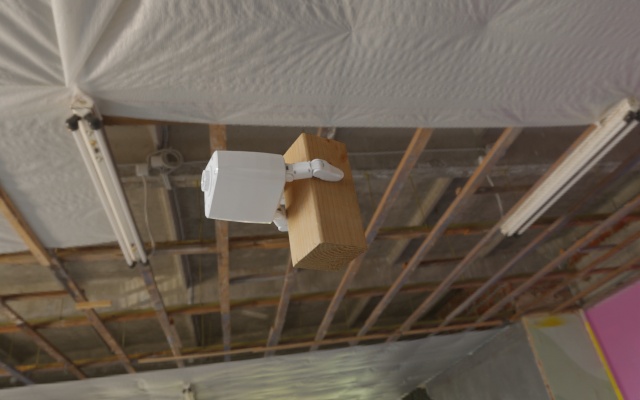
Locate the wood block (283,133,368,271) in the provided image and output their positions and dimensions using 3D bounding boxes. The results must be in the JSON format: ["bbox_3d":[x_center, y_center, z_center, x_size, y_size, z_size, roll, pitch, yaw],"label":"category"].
[{"bbox_3d":[0.000,0.002,0.793,0.090,0.206,0.091,11,-36,-31],"label":"wood block"}]
